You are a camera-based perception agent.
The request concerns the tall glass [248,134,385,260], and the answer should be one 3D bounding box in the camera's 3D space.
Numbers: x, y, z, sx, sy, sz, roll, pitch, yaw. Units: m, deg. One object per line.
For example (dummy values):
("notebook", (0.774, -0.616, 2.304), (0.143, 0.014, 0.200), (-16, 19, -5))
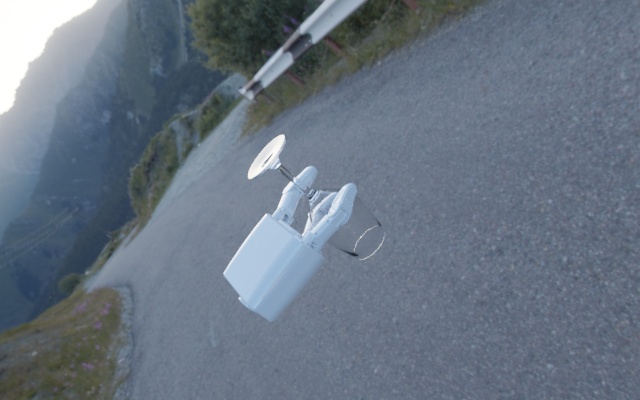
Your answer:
("tall glass", (0.000, 0.002, 0.656), (0.201, 0.079, 0.079), (39, -18, -23))
